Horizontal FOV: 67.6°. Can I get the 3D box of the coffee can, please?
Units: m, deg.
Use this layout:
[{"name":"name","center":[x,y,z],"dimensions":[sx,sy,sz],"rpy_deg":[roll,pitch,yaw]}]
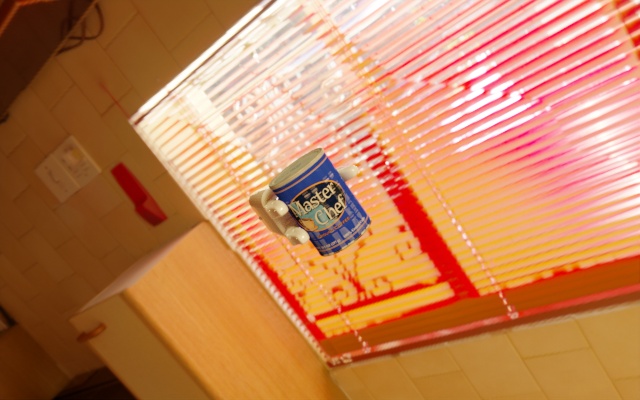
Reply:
[{"name":"coffee can","center":[0.000,0.002,0.753],"dimensions":[0.103,0.140,0.102],"rpy_deg":[-34,14,9]}]
